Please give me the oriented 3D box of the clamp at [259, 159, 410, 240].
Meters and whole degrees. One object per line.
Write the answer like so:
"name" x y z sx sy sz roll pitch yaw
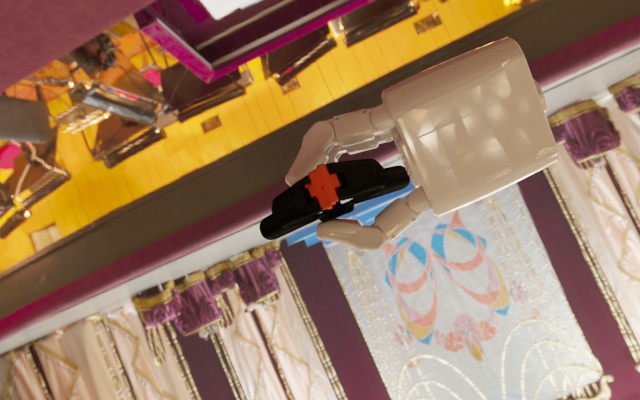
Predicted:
"clamp" 0.000 0.002 0.412 0.164 0.036 0.210 -23 -5 9
